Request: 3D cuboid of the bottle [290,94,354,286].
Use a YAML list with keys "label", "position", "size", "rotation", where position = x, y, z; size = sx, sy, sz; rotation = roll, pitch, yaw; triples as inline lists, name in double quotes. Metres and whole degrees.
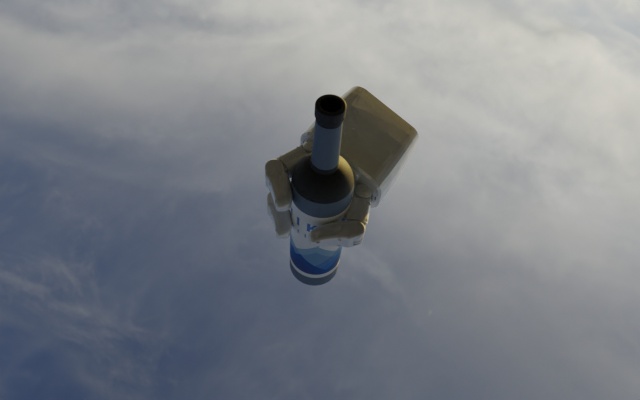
- label: "bottle"
  position: [0.000, 0.002, 0.531]
  size: [0.069, 0.069, 0.296]
  rotation: [0, -35, -4]
